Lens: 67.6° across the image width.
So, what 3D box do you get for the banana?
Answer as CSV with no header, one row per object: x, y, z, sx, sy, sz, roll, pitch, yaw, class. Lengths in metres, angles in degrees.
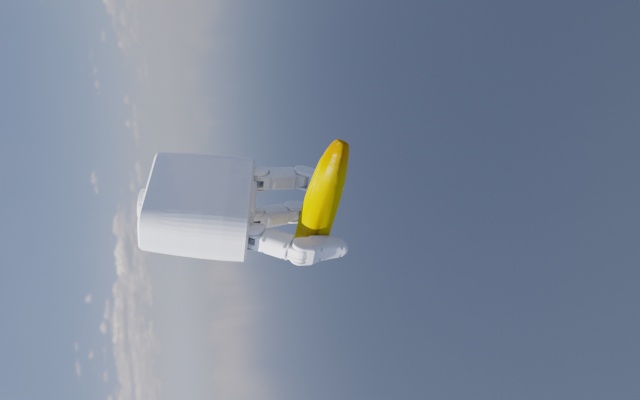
-0.004,0.018,0.515,0.037,0.069,0.198,14,-34,0,banana
